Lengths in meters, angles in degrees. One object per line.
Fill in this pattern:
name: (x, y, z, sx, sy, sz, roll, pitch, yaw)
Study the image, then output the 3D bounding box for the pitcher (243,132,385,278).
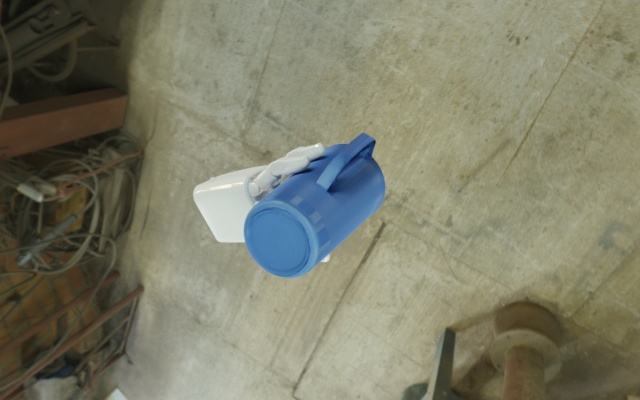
pitcher: (0.000, 0.002, 0.685, 0.145, 0.149, 0.242, -8, 17, 28)
